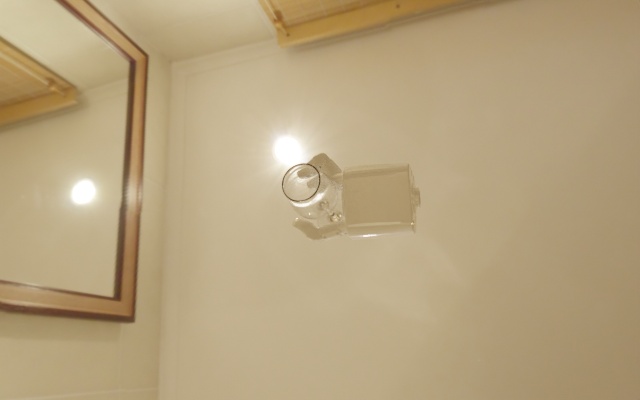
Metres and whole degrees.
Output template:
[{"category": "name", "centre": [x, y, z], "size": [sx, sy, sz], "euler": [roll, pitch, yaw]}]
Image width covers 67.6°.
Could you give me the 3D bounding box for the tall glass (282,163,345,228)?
[{"category": "tall glass", "centre": [0.000, 0.003, 0.801], "size": [0.079, 0.079, 0.201], "euler": [0, -18, 19]}]
